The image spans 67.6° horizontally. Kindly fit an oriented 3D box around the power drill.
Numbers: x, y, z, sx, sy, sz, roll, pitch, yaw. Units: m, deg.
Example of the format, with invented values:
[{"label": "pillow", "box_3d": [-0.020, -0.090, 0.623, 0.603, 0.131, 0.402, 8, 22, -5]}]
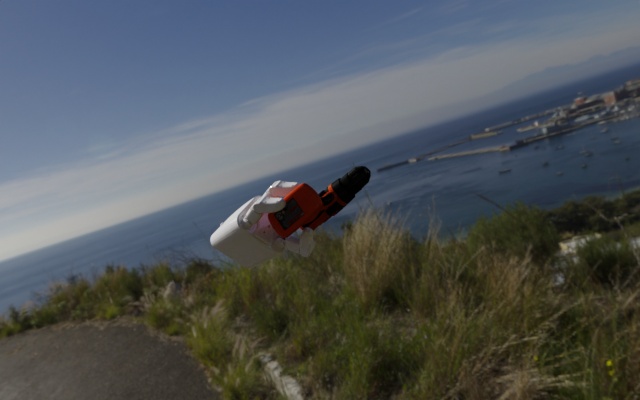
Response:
[{"label": "power drill", "box_3d": [0.000, 0.003, 0.882, 0.184, 0.057, 0.187, -43, -14, 20]}]
